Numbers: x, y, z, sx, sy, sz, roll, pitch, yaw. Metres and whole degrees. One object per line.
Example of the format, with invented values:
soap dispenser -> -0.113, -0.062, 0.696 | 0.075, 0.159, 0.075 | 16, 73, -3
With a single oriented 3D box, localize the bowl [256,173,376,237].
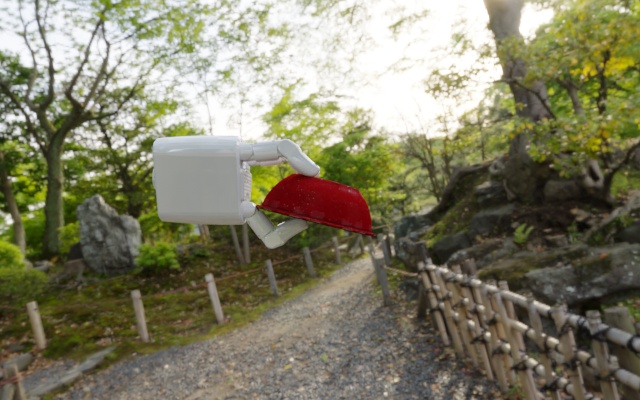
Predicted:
bowl -> 0.001, 0.002, 0.626 | 0.162, 0.055, 0.162 | 14, -2, 0
